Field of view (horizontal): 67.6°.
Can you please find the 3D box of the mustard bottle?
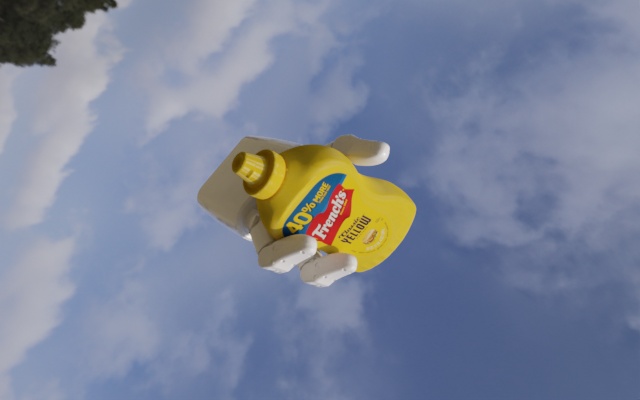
[{"bbox_3d":[0.000,0.002,0.437,0.192,0.096,0.058,27,21,-40],"label":"mustard bottle"}]
